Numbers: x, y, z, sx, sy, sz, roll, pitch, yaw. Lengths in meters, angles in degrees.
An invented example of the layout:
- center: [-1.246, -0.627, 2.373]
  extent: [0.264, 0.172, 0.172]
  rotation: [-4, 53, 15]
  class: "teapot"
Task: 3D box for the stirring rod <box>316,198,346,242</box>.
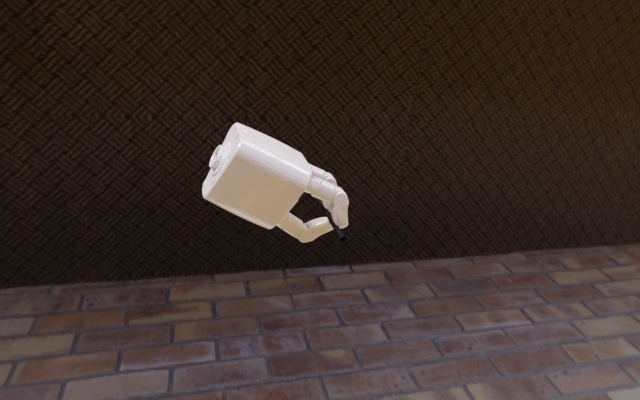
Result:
- center: [0.000, 0.002, 0.750]
  extent: [0.011, 0.011, 0.239]
  rotation: [0, 25, -16]
  class: "stirring rod"
